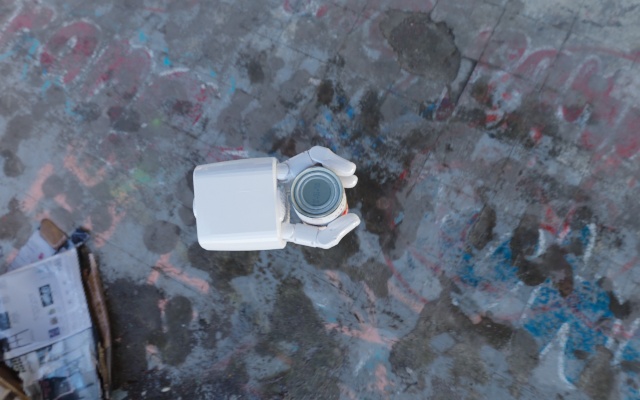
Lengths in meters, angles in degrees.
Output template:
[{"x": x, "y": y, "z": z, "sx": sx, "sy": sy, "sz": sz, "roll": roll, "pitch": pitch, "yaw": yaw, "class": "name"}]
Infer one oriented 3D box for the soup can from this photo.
[{"x": 0.001, "y": 0.002, "z": 0.623, "sx": 0.068, "sy": 0.068, "sz": 0.102, "roll": 0, "pitch": -15, "yaw": 6, "class": "soup can"}]
